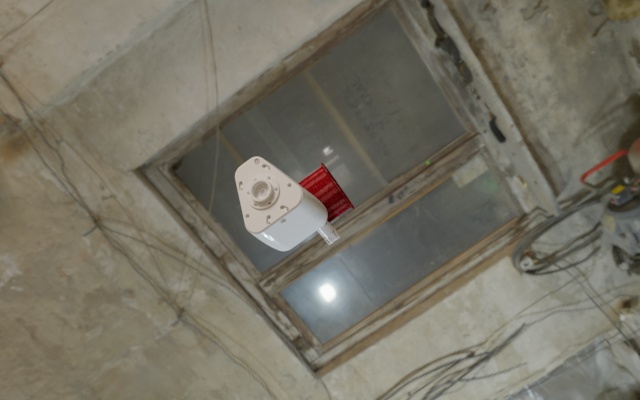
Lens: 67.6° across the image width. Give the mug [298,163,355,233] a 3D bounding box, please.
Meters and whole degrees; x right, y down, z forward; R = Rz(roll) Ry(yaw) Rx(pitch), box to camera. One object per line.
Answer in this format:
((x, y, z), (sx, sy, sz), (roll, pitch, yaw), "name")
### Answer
((0.000, 0.003, 0.791), (0.081, 0.093, 0.117), (-35, -26, 5), "mug")
